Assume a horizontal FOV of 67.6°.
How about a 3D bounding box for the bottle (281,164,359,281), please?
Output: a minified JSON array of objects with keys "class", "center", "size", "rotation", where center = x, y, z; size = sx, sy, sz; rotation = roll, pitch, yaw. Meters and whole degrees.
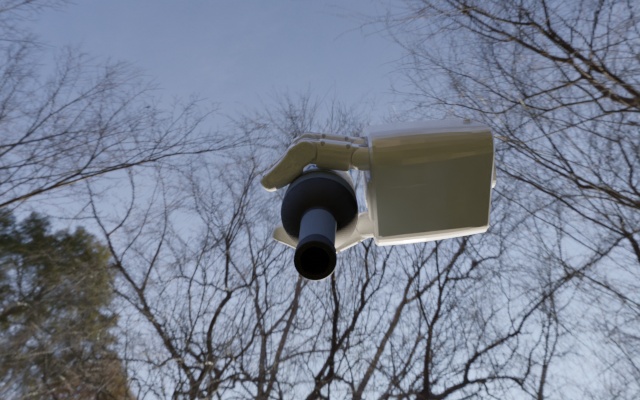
[{"class":"bottle","center":[0.000,0.001,0.442],"size":[0.069,0.069,0.295],"rotation":[0,14,1]}]
